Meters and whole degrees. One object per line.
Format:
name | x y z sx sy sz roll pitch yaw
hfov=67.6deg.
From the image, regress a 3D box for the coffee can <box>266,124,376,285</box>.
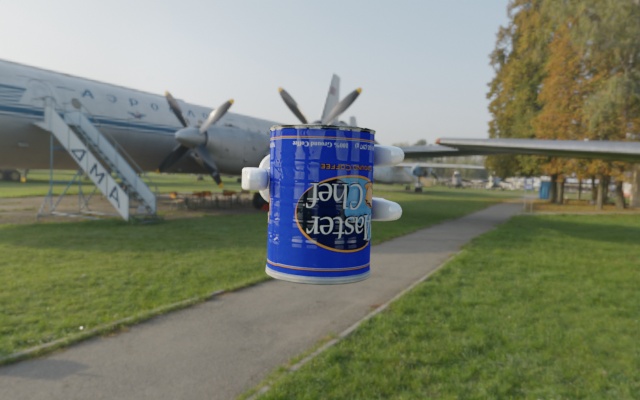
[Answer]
coffee can | 0.000 0.002 0.464 0.103 0.140 0.103 2 3 0
